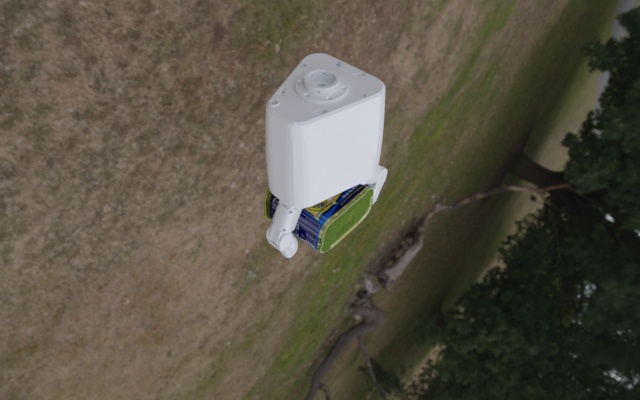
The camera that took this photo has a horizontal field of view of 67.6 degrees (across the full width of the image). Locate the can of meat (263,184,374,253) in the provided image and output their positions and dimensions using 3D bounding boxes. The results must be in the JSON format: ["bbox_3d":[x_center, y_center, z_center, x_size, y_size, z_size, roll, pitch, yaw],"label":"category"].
[{"bbox_3d":[0.000,0.002,0.546,0.084,0.057,0.102,33,52,25],"label":"can of meat"}]
